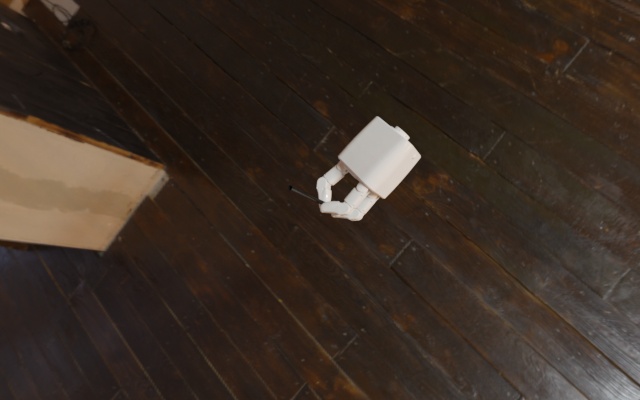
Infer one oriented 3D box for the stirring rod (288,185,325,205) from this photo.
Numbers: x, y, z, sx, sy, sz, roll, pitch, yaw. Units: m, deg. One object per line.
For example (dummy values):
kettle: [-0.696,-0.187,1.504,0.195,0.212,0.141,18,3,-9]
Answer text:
stirring rod: [0.000,0.003,0.860,0.011,0.011,0.239,0,-11,24]
